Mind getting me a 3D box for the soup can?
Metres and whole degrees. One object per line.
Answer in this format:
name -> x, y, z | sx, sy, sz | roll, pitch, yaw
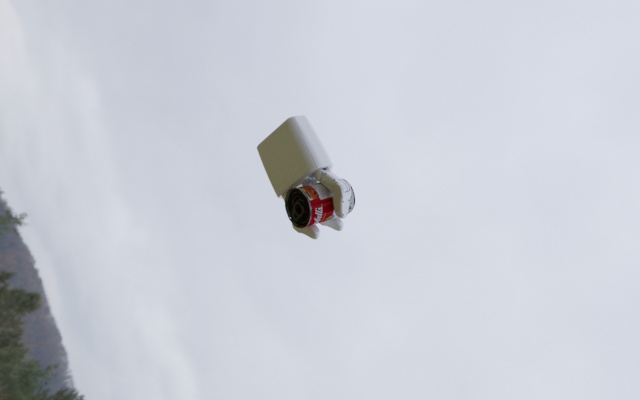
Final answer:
soup can -> 0.001, 0.003, 0.807 | 0.102, 0.068, 0.068 | -15, 9, -39
